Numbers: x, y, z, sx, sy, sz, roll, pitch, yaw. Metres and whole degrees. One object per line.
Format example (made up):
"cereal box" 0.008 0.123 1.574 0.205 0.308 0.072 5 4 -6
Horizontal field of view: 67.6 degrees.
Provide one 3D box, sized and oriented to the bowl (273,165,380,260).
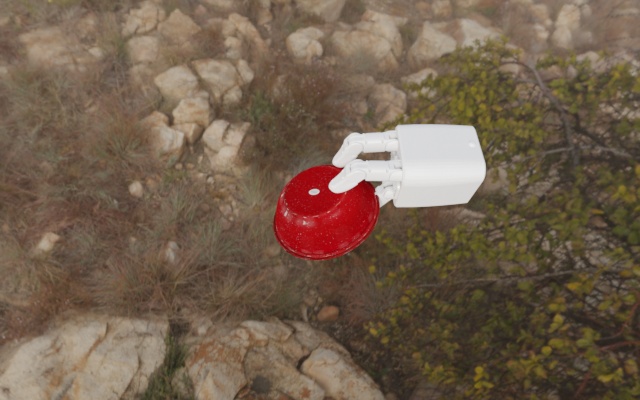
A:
"bowl" -0.001 0.002 0.677 0.162 0.162 0.055 0 -37 21
